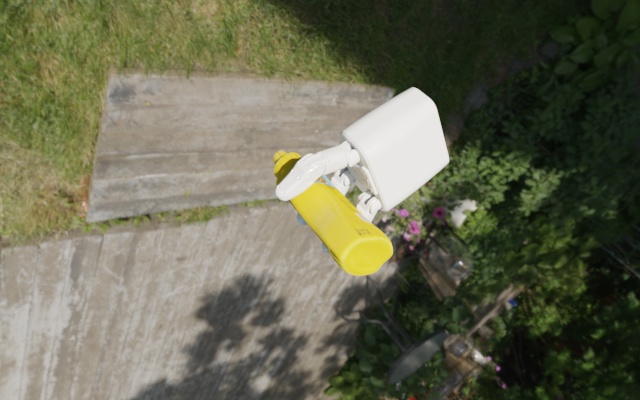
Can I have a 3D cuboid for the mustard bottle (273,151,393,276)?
[{"bbox_3d":[0.000,0.002,0.566,0.191,0.058,0.096,49,13,32],"label":"mustard bottle"}]
